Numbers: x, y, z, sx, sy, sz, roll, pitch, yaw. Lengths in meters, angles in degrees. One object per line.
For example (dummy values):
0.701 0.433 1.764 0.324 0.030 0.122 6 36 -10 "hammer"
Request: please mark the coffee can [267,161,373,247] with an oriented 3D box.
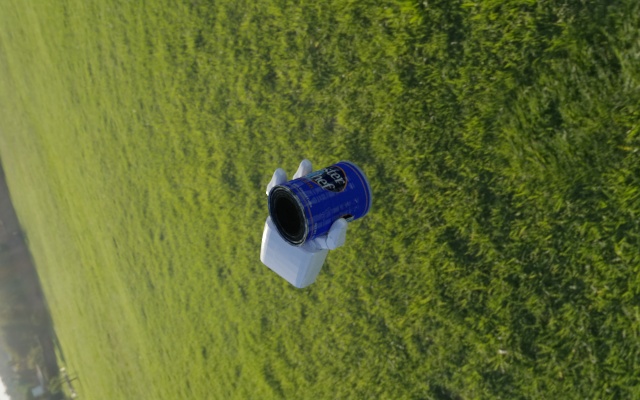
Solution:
0.000 0.002 0.778 0.140 0.103 0.103 -22 13 -35 "coffee can"
